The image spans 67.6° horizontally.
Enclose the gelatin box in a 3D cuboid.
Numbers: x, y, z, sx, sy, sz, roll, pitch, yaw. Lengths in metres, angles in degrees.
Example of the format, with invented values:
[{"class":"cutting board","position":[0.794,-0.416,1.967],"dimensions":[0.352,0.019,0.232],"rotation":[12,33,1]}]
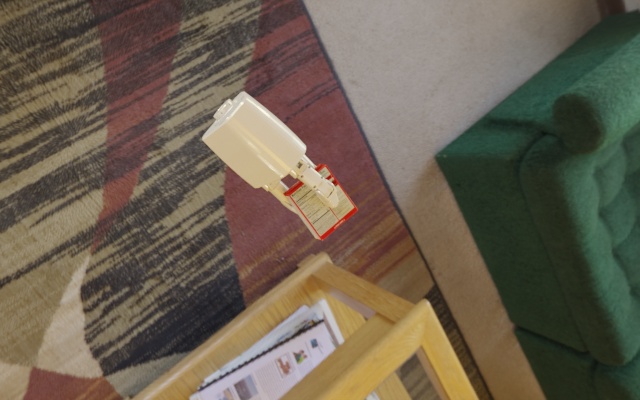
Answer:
[{"class":"gelatin box","position":[0.000,0.003,0.703],"dimensions":[0.073,0.089,0.030],"rotation":[-40,14,-15]}]
